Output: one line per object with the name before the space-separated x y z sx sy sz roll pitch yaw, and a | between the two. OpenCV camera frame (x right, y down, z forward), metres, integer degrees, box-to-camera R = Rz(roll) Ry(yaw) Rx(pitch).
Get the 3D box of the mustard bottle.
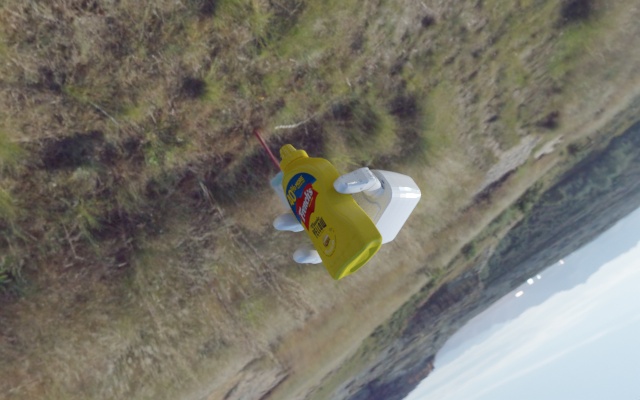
mustard bottle | 0.000 0.002 0.628 0.058 0.191 0.096 -17 -26 -35
